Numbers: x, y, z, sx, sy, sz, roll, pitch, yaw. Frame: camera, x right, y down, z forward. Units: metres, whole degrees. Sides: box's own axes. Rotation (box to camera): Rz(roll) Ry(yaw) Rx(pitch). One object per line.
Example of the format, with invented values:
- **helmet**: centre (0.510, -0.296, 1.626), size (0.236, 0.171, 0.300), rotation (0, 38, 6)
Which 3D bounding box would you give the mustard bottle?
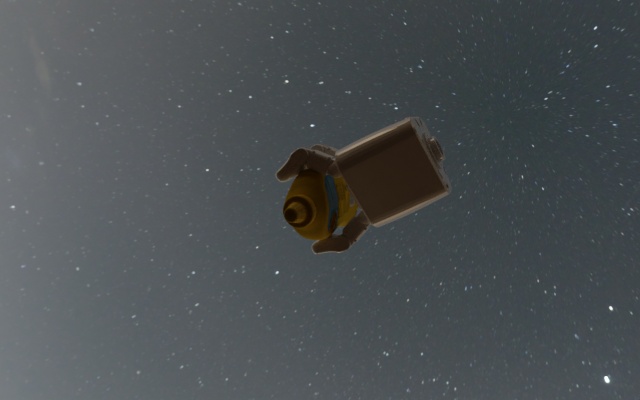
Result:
- **mustard bottle**: centre (0.000, 0.002, 0.647), size (0.058, 0.096, 0.191), rotation (1, 10, 21)
